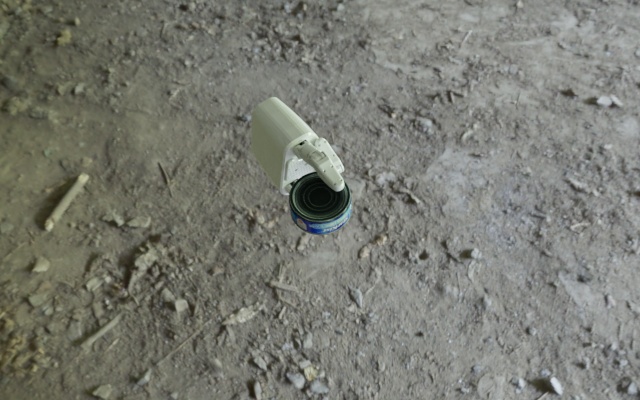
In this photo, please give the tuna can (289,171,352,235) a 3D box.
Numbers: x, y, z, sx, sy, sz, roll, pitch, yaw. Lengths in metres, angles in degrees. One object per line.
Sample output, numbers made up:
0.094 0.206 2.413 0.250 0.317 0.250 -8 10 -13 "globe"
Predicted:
0.000 0.002 0.648 0.086 0.086 0.034 0 -33 3 "tuna can"
